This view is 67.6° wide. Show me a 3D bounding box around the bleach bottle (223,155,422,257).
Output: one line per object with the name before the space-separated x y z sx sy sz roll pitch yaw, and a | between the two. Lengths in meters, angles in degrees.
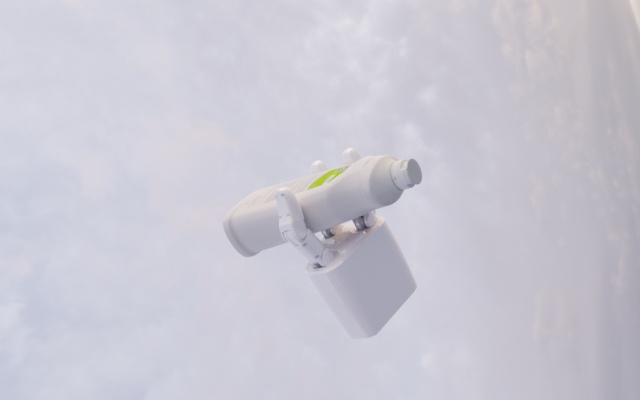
bleach bottle | 0.000 0.002 0.561 0.251 0.068 0.102 -16 21 40
